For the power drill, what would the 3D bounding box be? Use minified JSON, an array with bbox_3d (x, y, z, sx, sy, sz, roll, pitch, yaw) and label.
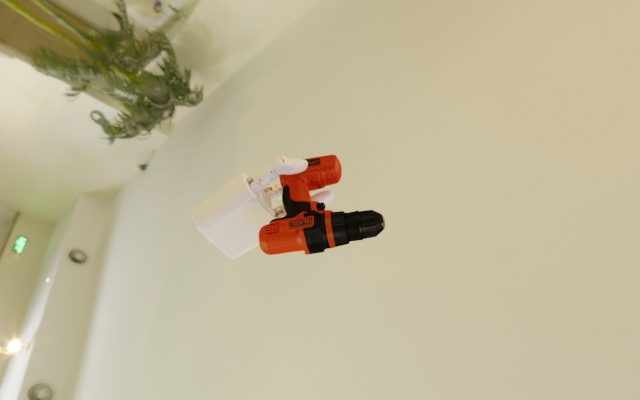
[{"bbox_3d":[0.000,0.002,0.743,0.184,0.057,0.187,-8,37,5],"label":"power drill"}]
